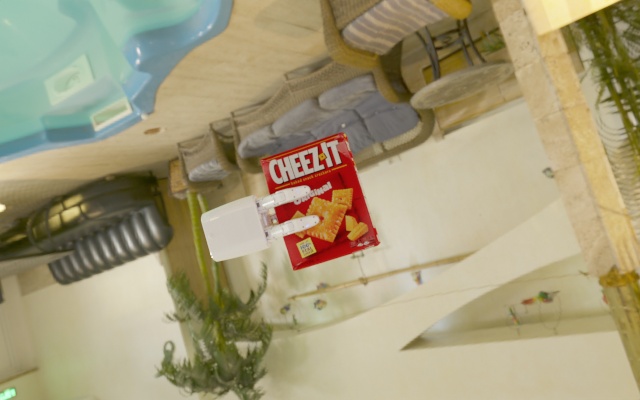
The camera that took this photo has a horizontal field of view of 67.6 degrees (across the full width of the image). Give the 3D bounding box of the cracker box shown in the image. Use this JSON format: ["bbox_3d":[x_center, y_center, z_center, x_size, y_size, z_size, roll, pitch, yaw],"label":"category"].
[{"bbox_3d":[0.000,0.003,0.876,0.164,0.213,0.072,-18,-5,7],"label":"cracker box"}]
